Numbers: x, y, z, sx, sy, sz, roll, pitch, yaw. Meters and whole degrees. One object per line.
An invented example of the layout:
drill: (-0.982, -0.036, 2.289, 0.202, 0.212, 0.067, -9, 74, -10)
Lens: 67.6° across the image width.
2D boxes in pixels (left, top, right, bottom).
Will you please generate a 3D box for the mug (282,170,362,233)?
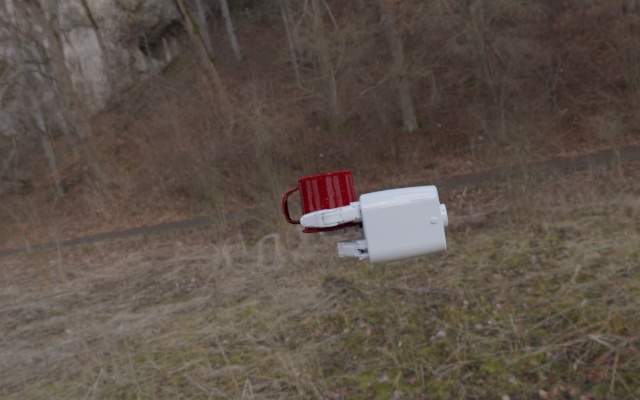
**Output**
mug: (-0.001, 0.002, 0.713, 0.117, 0.081, 0.093, -9, 2, 8)
